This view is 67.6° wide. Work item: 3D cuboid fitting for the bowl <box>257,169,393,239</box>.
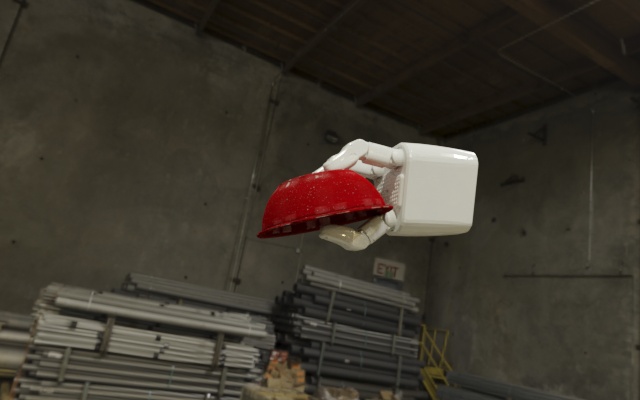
[{"bbox_3d":[-0.001,0.002,0.558,0.162,0.055,0.162,-12,-7,-2],"label":"bowl"}]
